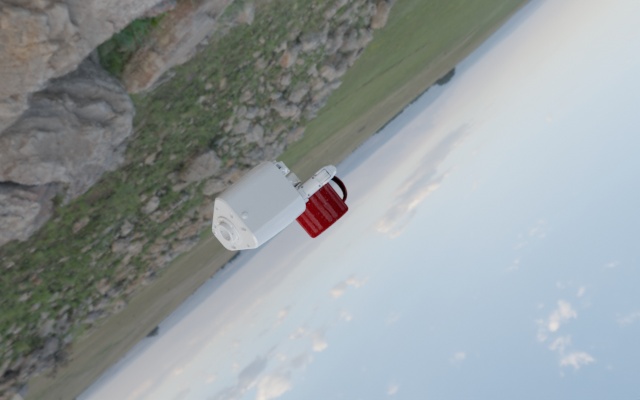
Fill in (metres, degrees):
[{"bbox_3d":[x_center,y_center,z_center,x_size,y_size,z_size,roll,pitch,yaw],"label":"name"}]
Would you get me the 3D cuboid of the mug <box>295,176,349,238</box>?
[{"bbox_3d":[0.001,0.002,0.807,0.117,0.081,0.093,-40,0,-35],"label":"mug"}]
